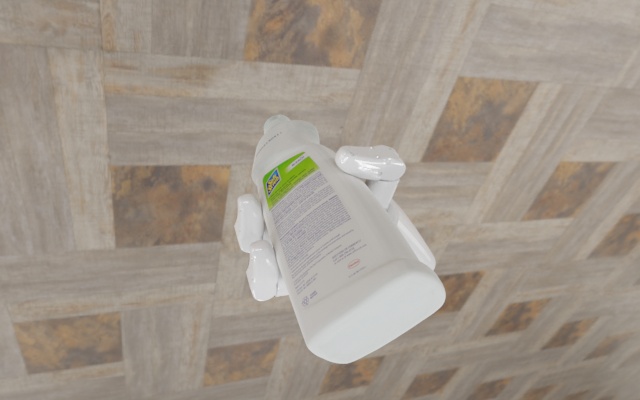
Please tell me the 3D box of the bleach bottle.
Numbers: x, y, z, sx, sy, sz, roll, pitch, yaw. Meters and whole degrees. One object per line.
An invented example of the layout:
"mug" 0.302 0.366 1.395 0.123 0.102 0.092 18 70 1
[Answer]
"bleach bottle" 0.000 0.001 0.405 0.102 0.250 0.068 -36 -44 12
